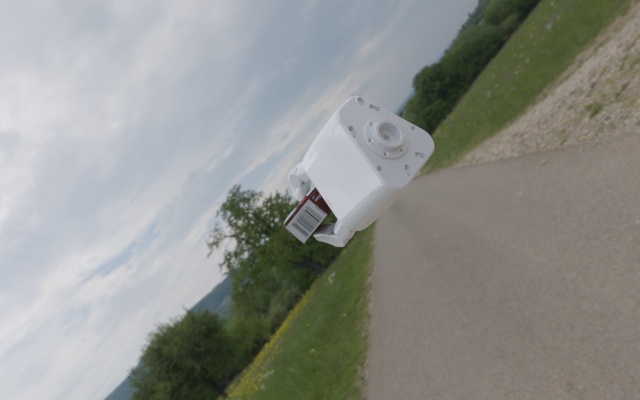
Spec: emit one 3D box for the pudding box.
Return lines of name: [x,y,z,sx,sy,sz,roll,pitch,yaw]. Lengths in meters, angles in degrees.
pudding box: [0.000,0.002,0.626,0.039,0.113,0.090,42,-3,0]
